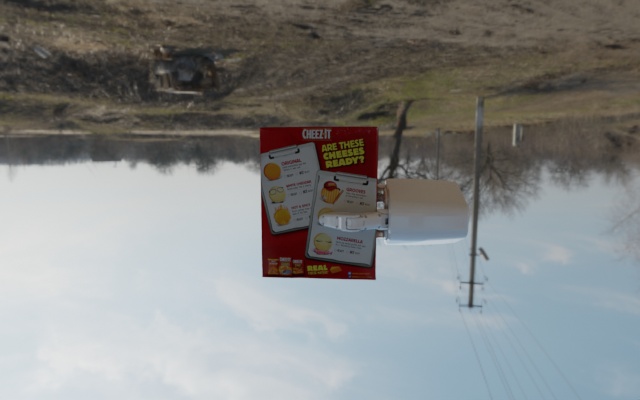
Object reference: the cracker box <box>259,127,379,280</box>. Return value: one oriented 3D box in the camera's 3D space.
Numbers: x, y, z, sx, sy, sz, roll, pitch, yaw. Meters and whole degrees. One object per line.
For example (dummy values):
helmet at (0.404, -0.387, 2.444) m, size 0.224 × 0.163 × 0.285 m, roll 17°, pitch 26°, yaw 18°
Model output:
cracker box at (0.000, 0.002, 0.687) m, size 0.164 × 0.214 × 0.072 m, roll 0°, pitch 7°, yaw 4°
